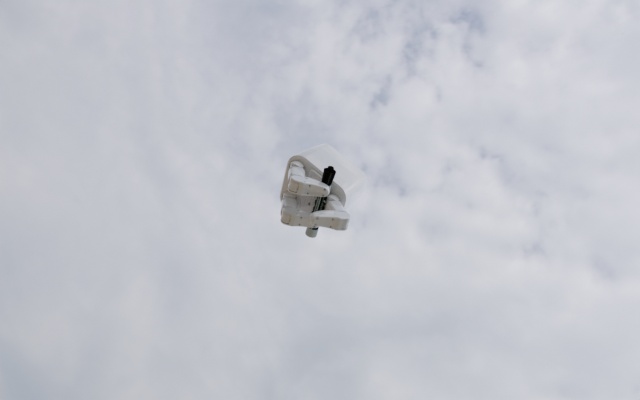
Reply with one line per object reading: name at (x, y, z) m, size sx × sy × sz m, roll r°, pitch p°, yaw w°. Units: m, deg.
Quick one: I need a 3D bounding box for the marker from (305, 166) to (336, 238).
marker at (0.000, 0.002, 0.726) m, size 0.020 × 0.121 × 0.020 m, roll 13°, pitch 27°, yaw -7°
